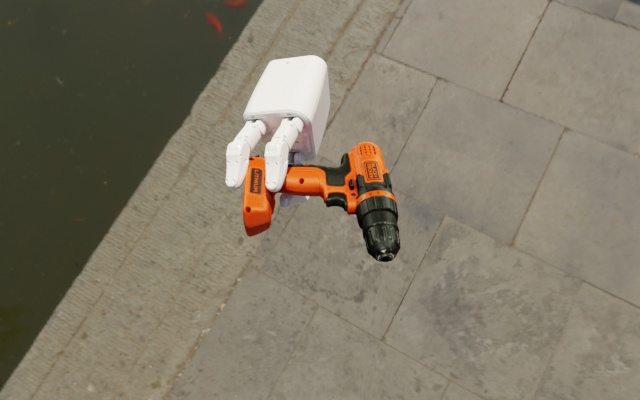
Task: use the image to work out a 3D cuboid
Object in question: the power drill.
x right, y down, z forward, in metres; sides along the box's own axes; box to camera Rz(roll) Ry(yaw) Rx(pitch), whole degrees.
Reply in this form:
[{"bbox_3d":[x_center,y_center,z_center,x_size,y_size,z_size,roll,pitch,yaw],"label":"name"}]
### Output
[{"bbox_3d":[0.000,0.002,0.596,0.187,0.184,0.057,-2,-44,-4],"label":"power drill"}]
